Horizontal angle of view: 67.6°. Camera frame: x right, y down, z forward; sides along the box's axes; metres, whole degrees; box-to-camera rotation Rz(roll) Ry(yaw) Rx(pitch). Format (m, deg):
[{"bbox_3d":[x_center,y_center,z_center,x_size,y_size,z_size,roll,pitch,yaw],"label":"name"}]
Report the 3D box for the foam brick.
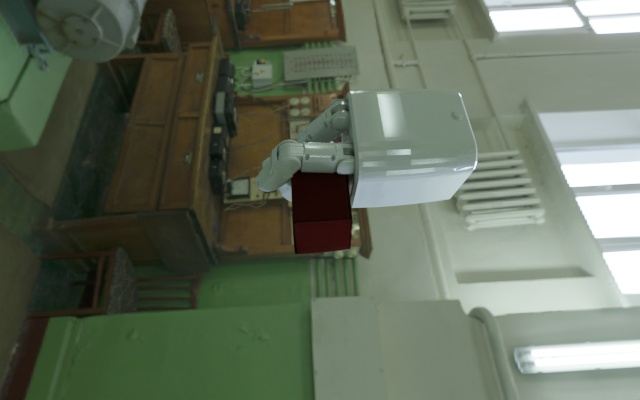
[{"bbox_3d":[0.000,0.002,0.433,0.051,0.078,0.053,-2,-35,-2],"label":"foam brick"}]
